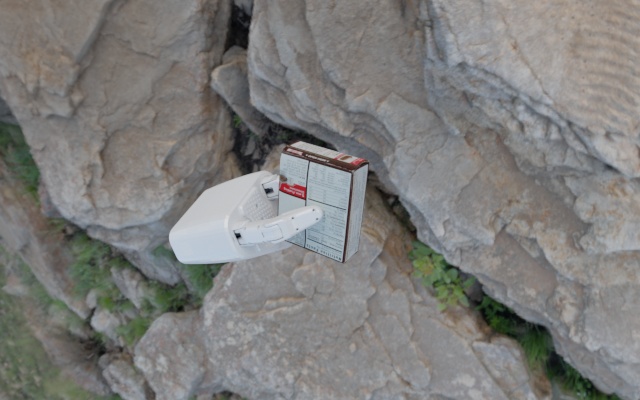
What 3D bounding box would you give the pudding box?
[{"bbox_3d":[0.000,0.002,0.513,0.090,0.113,0.039,18,32,24],"label":"pudding box"}]
